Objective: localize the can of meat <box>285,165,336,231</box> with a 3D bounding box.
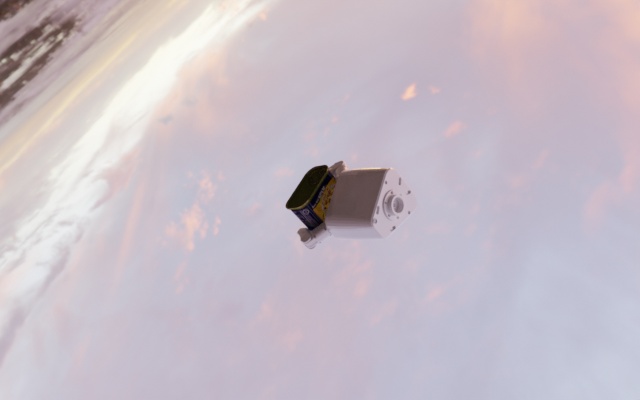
[{"bbox_3d":[0.000,0.003,0.840,0.057,0.102,0.084,-6,-46,48],"label":"can of meat"}]
